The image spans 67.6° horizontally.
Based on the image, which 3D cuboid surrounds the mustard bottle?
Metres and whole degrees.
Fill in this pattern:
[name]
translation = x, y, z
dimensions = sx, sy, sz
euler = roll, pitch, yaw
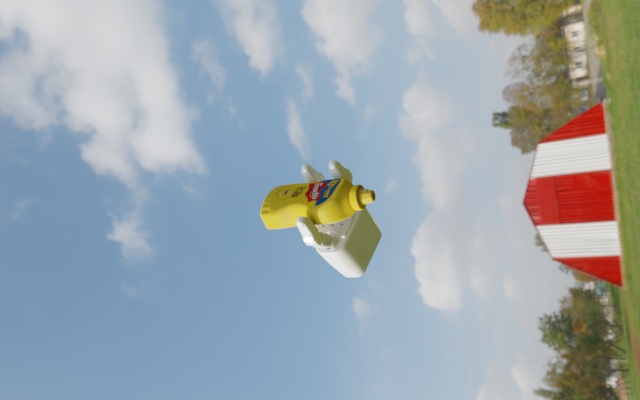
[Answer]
[mustard bottle]
translation = 0.000, 0.002, 0.790
dimensions = 0.191, 0.058, 0.096
euler = -6, 30, 29
